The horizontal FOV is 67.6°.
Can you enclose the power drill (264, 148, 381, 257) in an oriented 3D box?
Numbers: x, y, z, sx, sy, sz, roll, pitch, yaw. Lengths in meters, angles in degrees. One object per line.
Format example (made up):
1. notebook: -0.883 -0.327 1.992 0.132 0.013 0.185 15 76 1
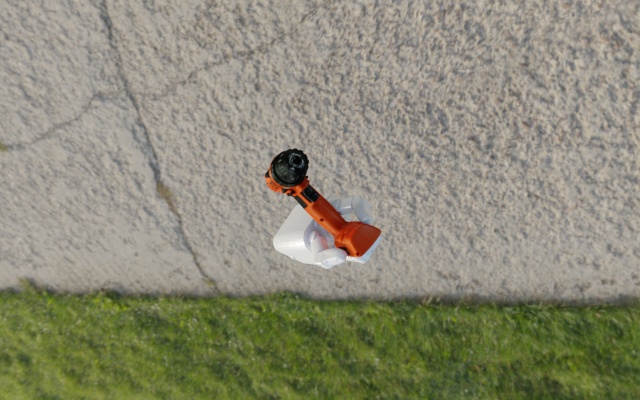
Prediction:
1. power drill: 0.000 0.003 0.702 0.187 0.057 0.184 44 -10 -6
